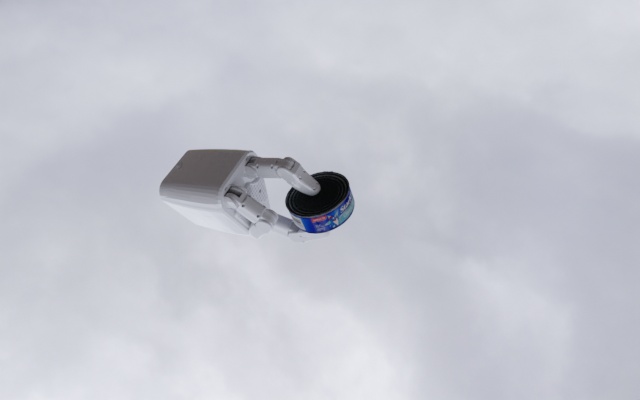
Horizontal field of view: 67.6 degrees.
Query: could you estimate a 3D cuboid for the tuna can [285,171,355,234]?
[{"bbox_3d":[0.000,0.002,0.616,0.086,0.034,0.086,-13,39,11],"label":"tuna can"}]
